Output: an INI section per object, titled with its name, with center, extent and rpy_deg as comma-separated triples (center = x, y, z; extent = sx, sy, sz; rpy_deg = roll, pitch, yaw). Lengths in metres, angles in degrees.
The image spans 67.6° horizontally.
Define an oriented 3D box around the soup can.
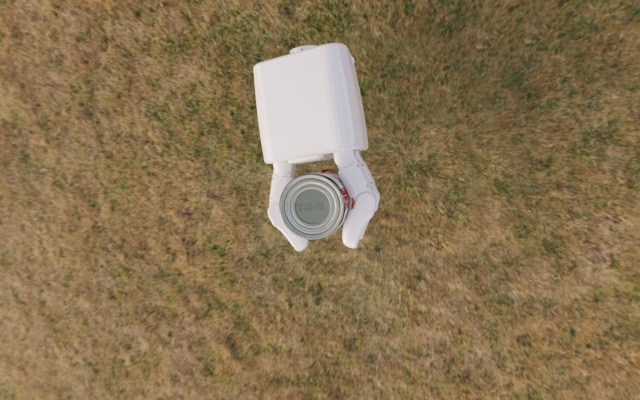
[soup can]
center = 0.000, 0.002, 0.512
extent = 0.068, 0.068, 0.102
rpy_deg = 0, 5, 10
